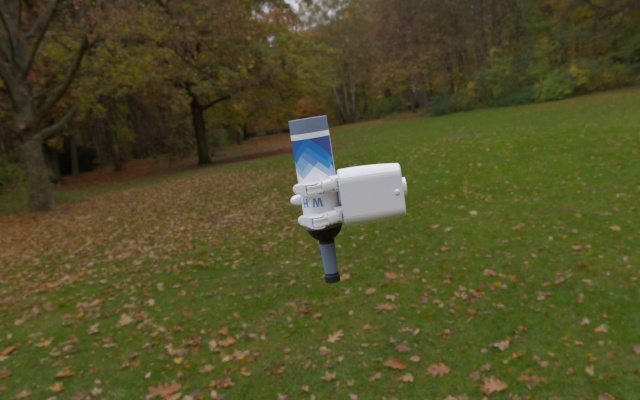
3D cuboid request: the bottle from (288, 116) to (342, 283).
[{"bbox_3d":[0.000,0.003,0.843,0.069,0.296,0.069,-9,9,1],"label":"bottle"}]
